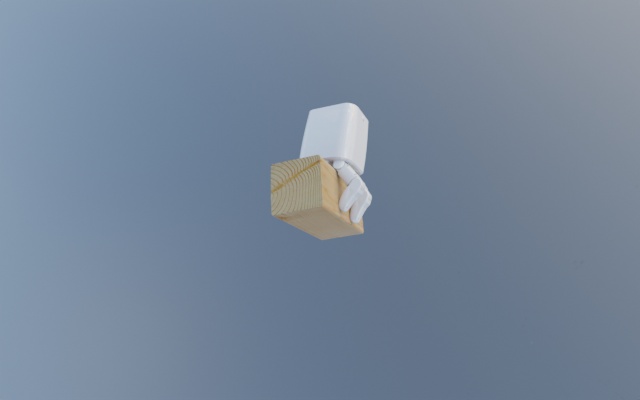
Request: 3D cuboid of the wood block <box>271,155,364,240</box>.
[{"bbox_3d":[0.000,0.002,0.845,0.091,0.090,0.206,-10,-19,21],"label":"wood block"}]
